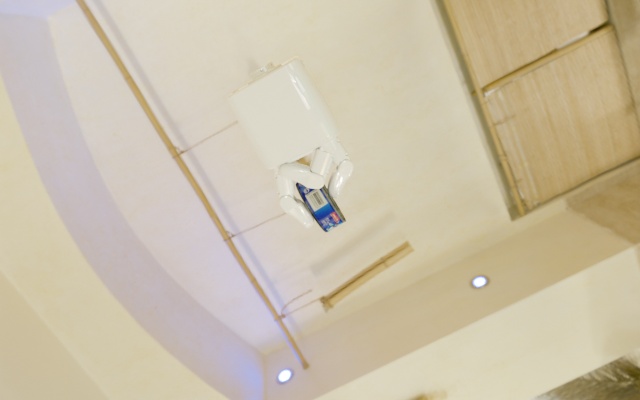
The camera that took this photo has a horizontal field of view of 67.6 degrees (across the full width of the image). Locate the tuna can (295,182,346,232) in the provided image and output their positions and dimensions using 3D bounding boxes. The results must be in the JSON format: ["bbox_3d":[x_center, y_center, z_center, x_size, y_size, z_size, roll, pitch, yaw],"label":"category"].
[{"bbox_3d":[0.000,0.003,0.679,0.034,0.086,0.086,-32,-3,4],"label":"tuna can"}]
